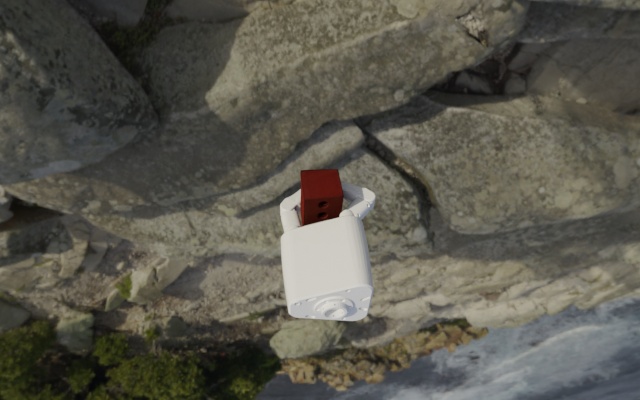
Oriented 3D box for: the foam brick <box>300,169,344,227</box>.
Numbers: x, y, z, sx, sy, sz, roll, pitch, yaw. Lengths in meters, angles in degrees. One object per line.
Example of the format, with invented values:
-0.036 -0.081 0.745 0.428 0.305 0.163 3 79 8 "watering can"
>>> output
0.000 0.002 0.651 0.053 0.051 0.078 -4 -41 -6 "foam brick"
